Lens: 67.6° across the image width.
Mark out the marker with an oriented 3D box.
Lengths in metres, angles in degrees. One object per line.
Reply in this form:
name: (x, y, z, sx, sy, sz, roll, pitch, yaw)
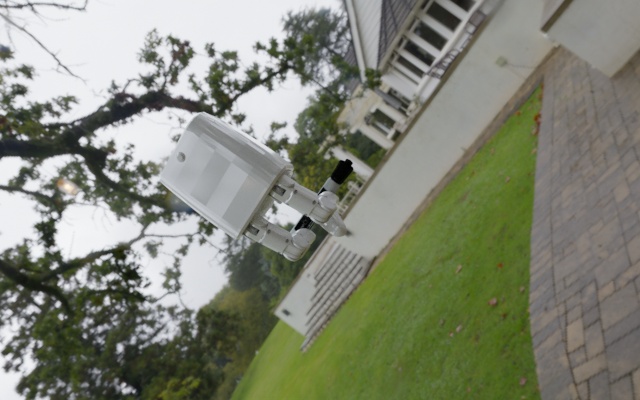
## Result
marker: (0.000, 0.002, 0.555, 0.020, 0.121, 0.020, 30, 21, -13)
